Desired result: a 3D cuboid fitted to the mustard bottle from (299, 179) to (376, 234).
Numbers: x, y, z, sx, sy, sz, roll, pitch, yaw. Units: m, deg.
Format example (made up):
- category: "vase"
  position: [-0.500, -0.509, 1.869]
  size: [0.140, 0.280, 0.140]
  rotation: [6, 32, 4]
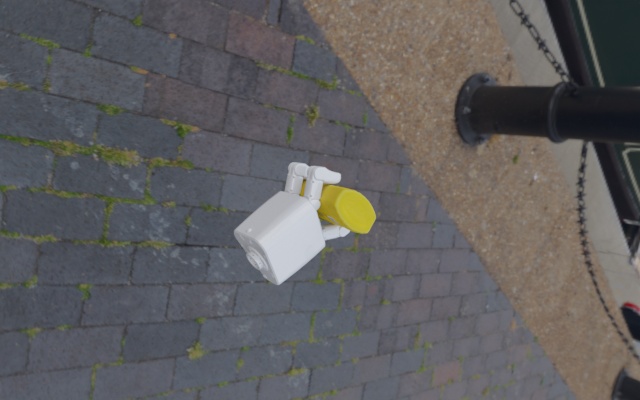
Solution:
- category: "mustard bottle"
  position: [0.000, 0.002, 0.821]
  size: [0.096, 0.058, 0.191]
  rotation: [37, -14, -37]
